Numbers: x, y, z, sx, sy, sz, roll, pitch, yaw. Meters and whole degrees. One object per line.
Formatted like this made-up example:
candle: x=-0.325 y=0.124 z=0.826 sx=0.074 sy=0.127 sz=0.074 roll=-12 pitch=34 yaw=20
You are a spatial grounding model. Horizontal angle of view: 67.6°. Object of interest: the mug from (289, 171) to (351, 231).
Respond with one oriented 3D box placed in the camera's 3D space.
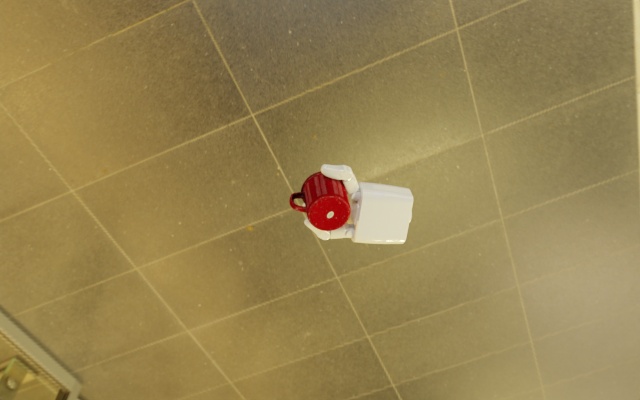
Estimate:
mug: x=-0.001 y=0.003 z=0.897 sx=0.117 sy=0.093 sz=0.081 roll=3 pitch=32 yaw=-9
